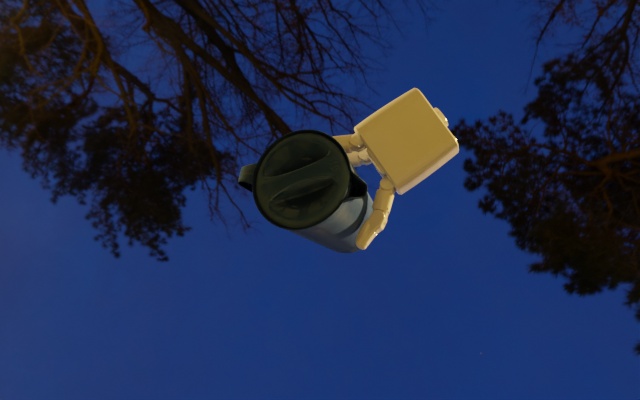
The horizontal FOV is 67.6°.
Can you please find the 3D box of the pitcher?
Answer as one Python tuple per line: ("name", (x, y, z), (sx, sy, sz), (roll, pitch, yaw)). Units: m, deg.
("pitcher", (0.000, 0.002, 0.703), (0.145, 0.149, 0.243), (-37, -24, 5))
